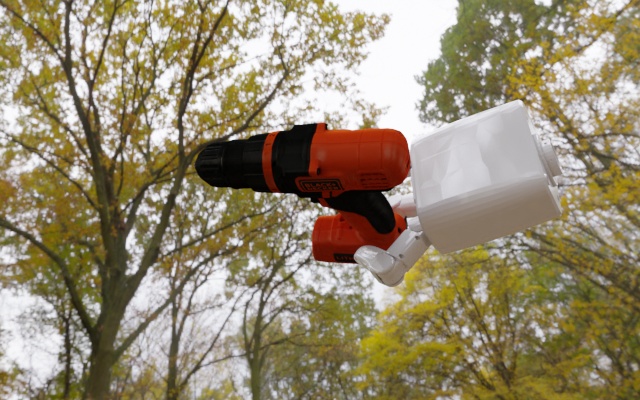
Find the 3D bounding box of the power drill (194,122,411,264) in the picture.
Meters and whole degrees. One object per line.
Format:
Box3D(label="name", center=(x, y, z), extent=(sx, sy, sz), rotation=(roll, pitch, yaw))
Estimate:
Box3D(label="power drill", center=(0.000, 0.002, 0.446), extent=(0.184, 0.057, 0.188), rotation=(1, -27, 20))
